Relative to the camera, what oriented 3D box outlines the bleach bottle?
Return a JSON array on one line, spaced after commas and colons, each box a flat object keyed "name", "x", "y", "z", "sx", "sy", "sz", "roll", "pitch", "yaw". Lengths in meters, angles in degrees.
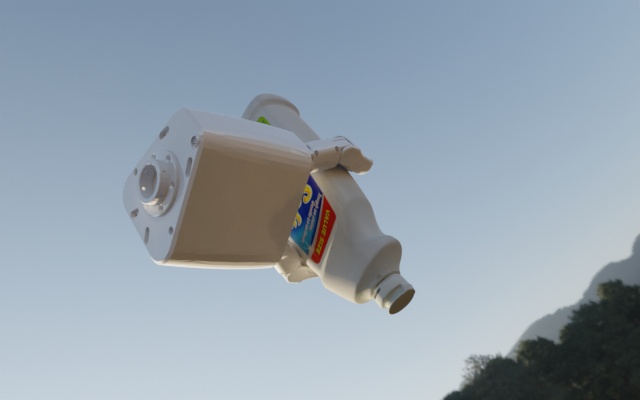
[{"name": "bleach bottle", "x": 0.000, "y": 0.002, "z": 0.456, "sx": 0.068, "sy": 0.102, "sz": 0.250, "roll": 9, "pitch": 30, "yaw": -48}]
